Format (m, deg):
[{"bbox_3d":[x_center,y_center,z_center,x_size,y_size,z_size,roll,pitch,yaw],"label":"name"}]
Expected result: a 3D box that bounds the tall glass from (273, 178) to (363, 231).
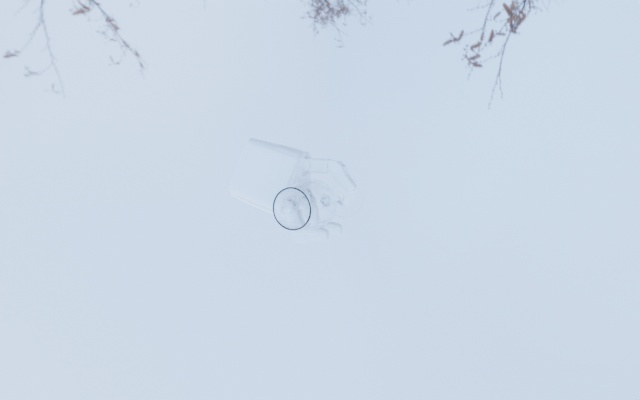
[{"bbox_3d":[0.001,0.002,0.762,0.079,0.079,0.201,0,5,24],"label":"tall glass"}]
